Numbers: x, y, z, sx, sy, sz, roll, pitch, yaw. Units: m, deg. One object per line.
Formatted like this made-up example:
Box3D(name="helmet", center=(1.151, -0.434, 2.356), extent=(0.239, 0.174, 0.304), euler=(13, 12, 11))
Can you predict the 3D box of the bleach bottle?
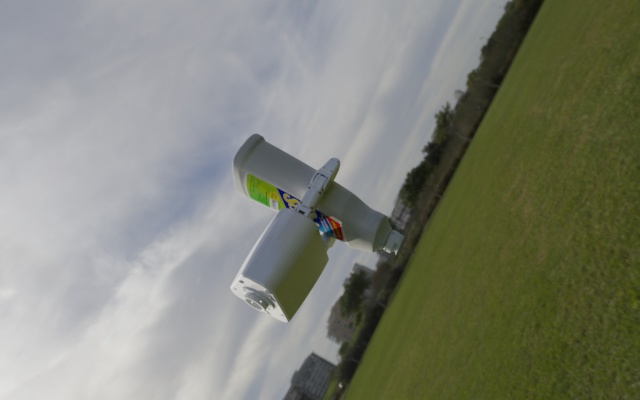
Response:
Box3D(name="bleach bottle", center=(0.000, 0.002, 0.669), extent=(0.251, 0.068, 0.103), euler=(27, -30, 11))
